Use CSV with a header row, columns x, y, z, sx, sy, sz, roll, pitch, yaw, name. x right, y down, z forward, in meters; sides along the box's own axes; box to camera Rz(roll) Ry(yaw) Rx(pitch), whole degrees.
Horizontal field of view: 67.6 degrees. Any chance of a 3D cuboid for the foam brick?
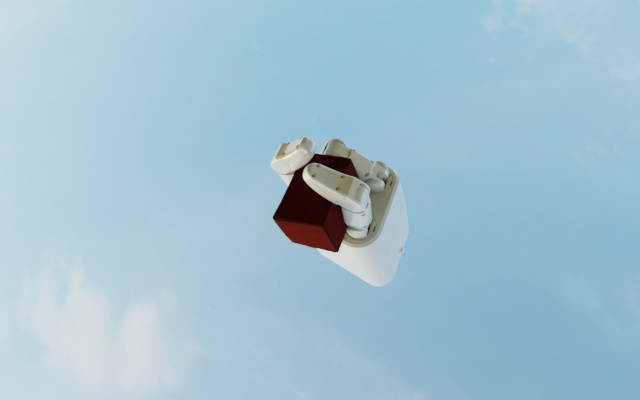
x,y,z,sx,sy,sz,roll,pitch,yaw,name
0.000,0.002,0.452,0.053,0.078,0.051,11,-29,26,foam brick
